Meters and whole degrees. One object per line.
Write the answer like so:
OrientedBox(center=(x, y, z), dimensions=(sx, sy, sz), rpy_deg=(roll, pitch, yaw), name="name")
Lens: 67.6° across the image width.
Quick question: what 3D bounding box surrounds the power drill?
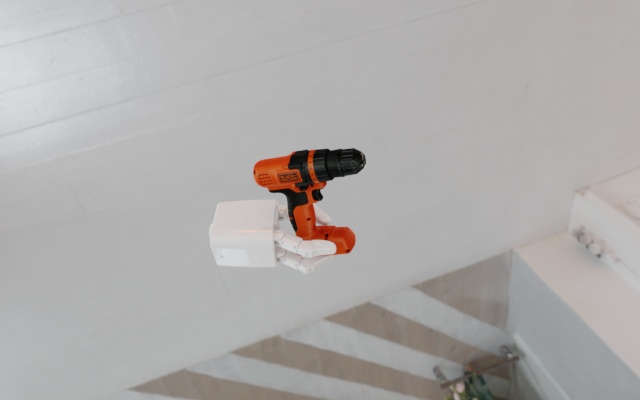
OrientedBox(center=(0.000, 0.003, 0.780), dimensions=(0.184, 0.188, 0.057), rpy_deg=(-5, 32, 22), name="power drill")
